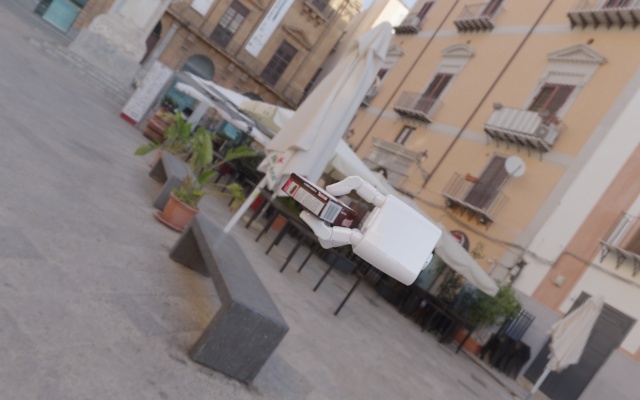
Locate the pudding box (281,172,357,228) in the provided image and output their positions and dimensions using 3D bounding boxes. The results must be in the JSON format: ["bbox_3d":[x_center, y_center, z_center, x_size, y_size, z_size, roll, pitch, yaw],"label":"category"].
[{"bbox_3d":[0.000,0.002,0.792,0.090,0.039,0.113,34,2,29],"label":"pudding box"}]
